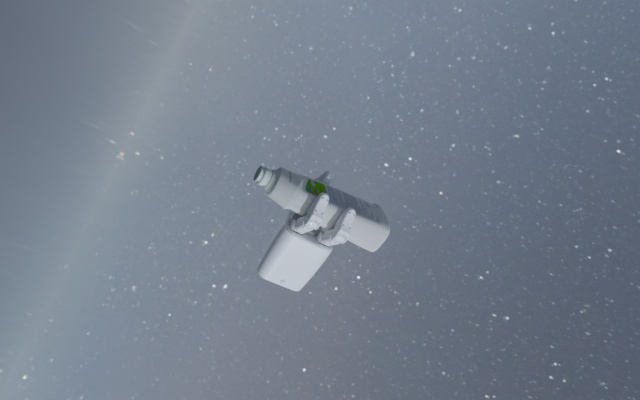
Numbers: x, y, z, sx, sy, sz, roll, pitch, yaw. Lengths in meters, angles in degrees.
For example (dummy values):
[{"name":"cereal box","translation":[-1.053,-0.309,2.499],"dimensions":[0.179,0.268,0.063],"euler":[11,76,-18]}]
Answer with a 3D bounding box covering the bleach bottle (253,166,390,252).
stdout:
[{"name":"bleach bottle","translation":[0.000,0.003,0.832],"dimensions":[0.251,0.068,0.102],"euler":[26,22,-22]}]
